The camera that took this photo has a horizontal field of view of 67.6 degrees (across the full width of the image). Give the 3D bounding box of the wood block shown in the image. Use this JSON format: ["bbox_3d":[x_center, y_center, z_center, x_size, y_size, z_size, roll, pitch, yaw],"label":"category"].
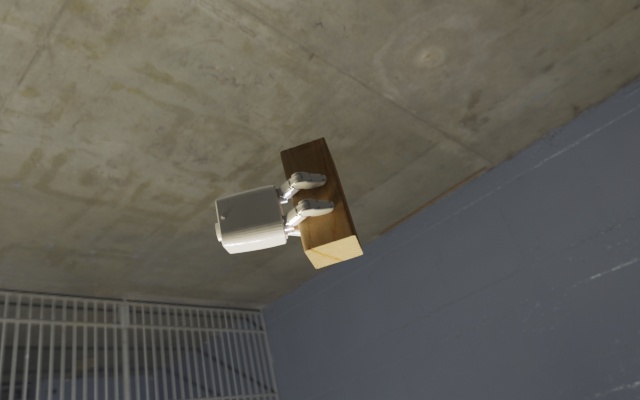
[{"bbox_3d":[0.000,0.003,0.857,0.090,0.206,0.091,-18,-30,4],"label":"wood block"}]
